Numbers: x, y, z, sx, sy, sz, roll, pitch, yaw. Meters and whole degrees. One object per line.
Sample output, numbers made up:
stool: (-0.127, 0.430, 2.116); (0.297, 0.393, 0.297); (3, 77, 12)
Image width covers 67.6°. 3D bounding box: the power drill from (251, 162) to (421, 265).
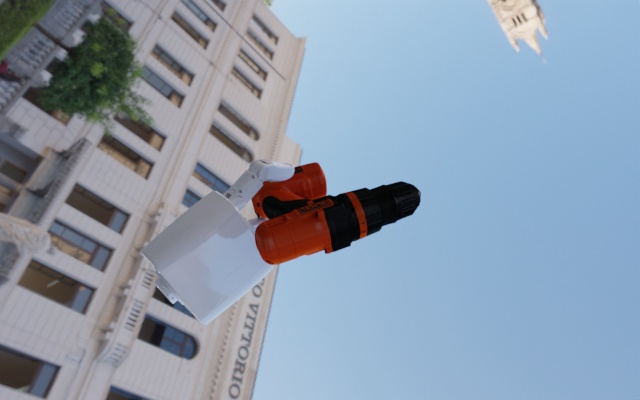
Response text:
power drill: (0.000, 0.002, 0.563); (0.184, 0.057, 0.187); (-16, 18, -14)
